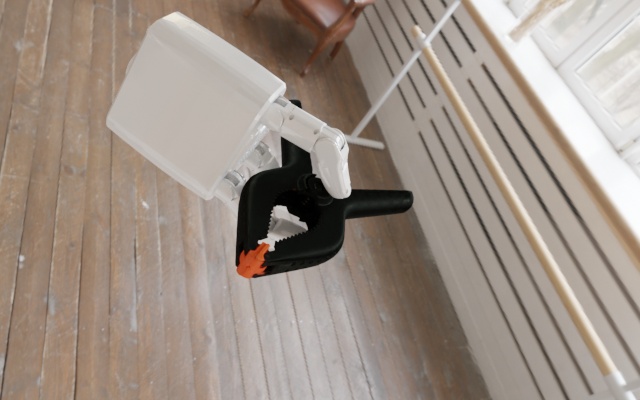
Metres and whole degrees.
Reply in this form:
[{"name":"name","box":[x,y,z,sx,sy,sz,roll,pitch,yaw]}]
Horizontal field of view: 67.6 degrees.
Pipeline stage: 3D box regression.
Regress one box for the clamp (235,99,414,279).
[{"name":"clamp","box":[0.000,0.001,0.419,0.164,0.036,0.210,34,40,-4]}]
